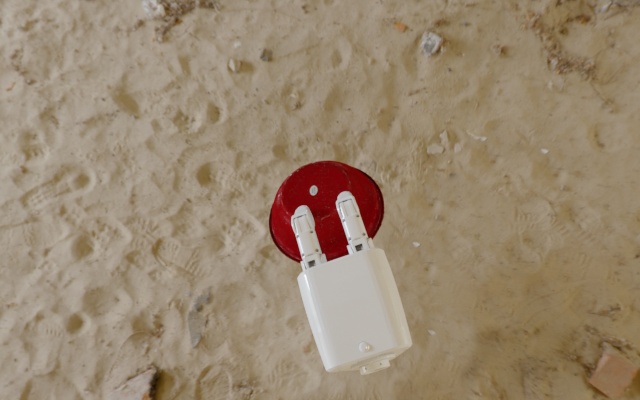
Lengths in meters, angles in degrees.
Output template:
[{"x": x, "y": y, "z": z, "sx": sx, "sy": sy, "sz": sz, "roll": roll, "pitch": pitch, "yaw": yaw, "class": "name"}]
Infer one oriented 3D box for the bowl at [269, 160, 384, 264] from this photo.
[{"x": -0.001, "y": 0.001, "z": 0.628, "sx": 0.162, "sy": 0.162, "sz": 0.055, "roll": 0, "pitch": -33, "yaw": 18, "class": "bowl"}]
